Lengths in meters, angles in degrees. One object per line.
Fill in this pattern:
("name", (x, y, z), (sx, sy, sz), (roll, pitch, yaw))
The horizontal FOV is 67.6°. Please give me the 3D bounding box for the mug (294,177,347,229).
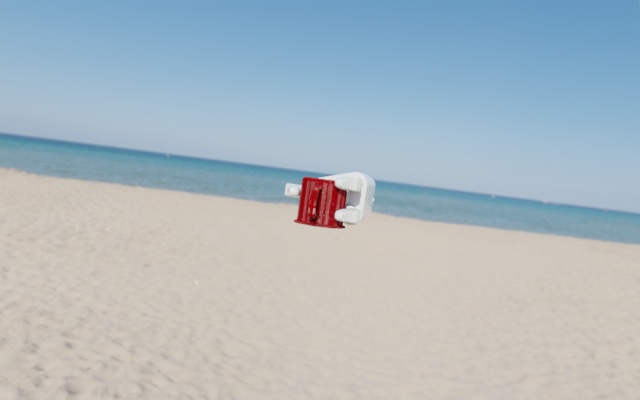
("mug", (0.000, 0.003, 0.830), (0.093, 0.081, 0.117), (8, 3, 16))
